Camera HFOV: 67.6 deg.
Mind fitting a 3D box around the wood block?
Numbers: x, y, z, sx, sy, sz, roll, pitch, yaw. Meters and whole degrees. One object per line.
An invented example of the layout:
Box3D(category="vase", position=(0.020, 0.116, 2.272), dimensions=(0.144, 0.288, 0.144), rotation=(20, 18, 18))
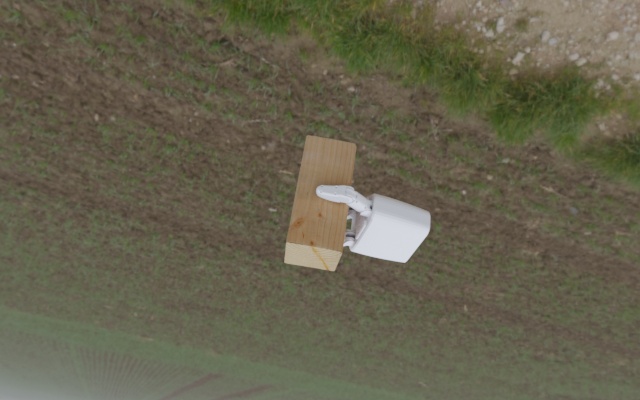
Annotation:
Box3D(category="wood block", position=(0.001, 0.003, 0.817), dimensions=(0.090, 0.206, 0.091), rotation=(10, -29, -2))
